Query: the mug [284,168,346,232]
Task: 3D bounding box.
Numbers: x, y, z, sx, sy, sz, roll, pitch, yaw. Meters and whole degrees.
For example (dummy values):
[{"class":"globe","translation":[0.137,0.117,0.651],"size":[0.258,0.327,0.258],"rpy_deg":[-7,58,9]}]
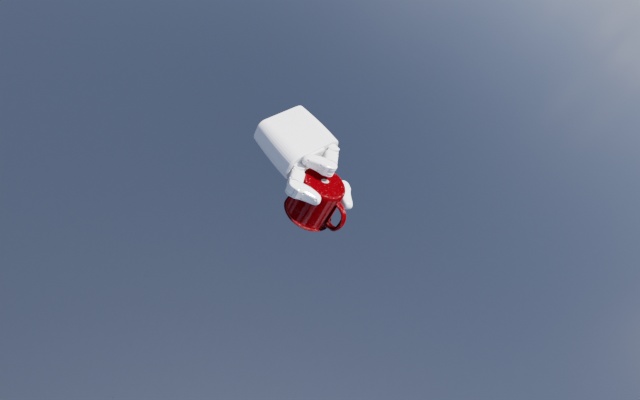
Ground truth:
[{"class":"mug","translation":[0.001,0.004,0.843],"size":[0.093,0.117,0.081],"rpy_deg":[-22,-28,-45]}]
